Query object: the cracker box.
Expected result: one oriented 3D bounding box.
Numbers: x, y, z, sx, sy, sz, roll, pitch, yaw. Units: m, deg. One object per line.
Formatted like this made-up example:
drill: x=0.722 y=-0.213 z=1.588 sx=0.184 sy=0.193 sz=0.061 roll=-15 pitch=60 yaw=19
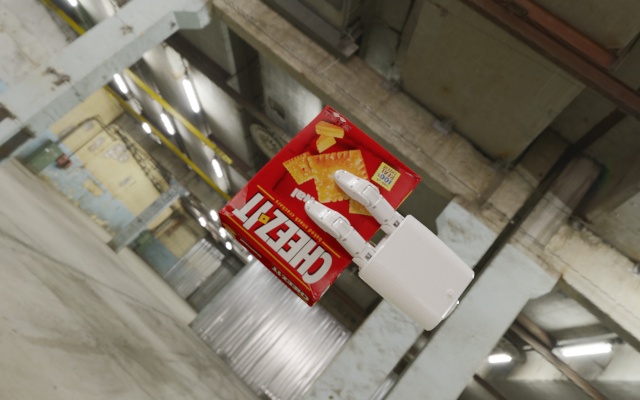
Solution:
cracker box: x=0.000 y=0.002 z=0.625 sx=0.164 sy=0.213 sz=0.072 roll=41 pitch=-18 yaw=9
